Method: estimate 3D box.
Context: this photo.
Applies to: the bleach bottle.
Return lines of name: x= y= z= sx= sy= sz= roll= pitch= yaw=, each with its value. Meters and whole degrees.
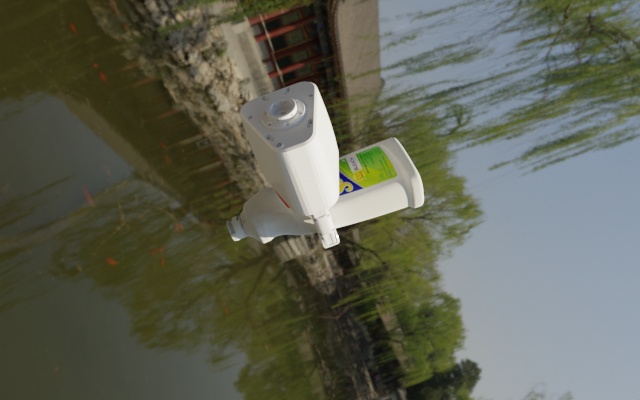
bleach bottle: x=0.000 y=0.002 z=0.631 sx=0.251 sy=0.102 sz=0.068 roll=-21 pitch=-43 yaw=-1
